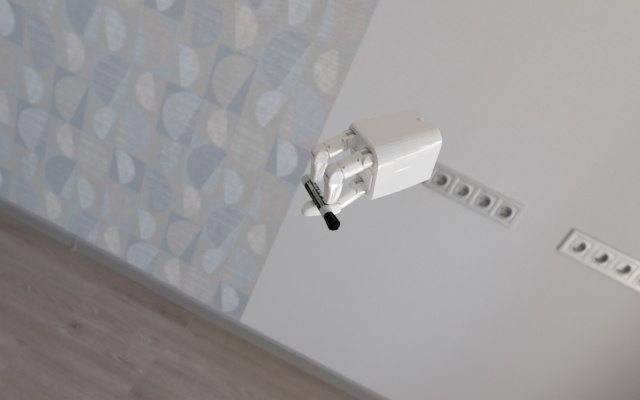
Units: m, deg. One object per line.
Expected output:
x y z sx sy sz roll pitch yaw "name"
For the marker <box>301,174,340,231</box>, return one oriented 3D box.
0.000 0.002 0.696 0.020 0.020 0.121 0 36 -26 "marker"
